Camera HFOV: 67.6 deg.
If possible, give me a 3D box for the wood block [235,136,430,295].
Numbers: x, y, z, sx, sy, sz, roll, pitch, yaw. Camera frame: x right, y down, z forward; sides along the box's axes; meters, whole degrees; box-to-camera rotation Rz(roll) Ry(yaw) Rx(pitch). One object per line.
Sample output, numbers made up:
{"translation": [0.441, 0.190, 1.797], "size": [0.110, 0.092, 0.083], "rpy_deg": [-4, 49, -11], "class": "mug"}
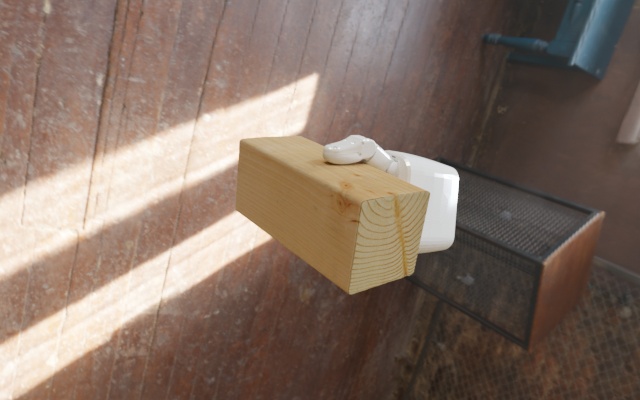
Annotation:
{"translation": [0.001, 0.001, 0.502], "size": [0.090, 0.091, 0.206], "rpy_deg": [-9, 25, -38], "class": "wood block"}
